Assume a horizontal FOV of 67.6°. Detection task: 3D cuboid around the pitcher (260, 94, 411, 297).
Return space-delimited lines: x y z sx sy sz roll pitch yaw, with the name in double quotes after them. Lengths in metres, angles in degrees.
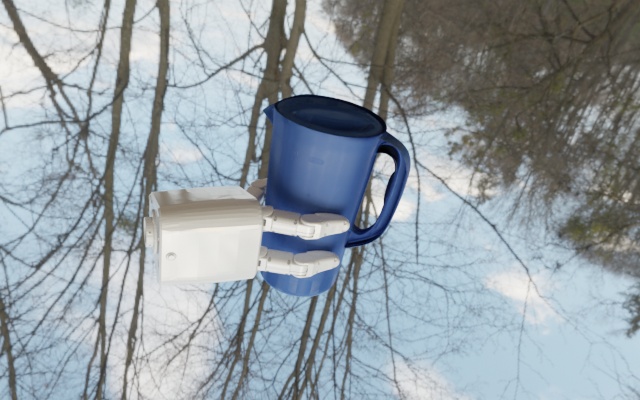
0.000 0.002 0.599 0.145 0.243 0.149 -4 32 -26 "pitcher"
